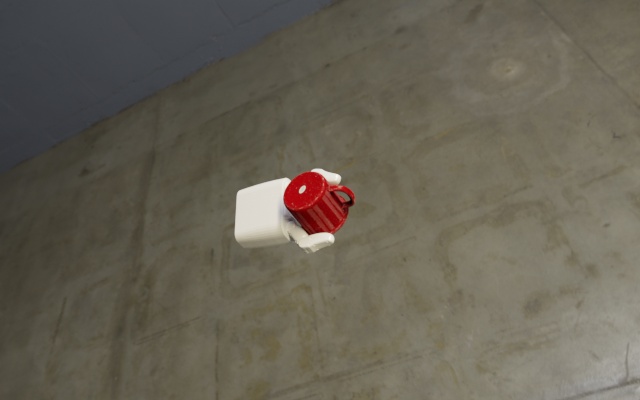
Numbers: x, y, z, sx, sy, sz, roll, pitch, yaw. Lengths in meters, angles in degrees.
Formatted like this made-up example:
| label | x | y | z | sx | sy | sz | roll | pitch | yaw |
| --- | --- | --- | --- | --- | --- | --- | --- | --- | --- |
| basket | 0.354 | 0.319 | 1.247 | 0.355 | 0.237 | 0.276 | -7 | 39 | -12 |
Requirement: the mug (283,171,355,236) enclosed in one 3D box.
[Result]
| label | x | y | z | sx | sy | sz | roll | pitch | yaw |
| --- | --- | --- | --- | --- | --- | --- | --- | --- | --- |
| mug | 0.001 | 0.002 | 0.801 | 0.117 | 0.093 | 0.081 | -12 | -40 | 25 |
